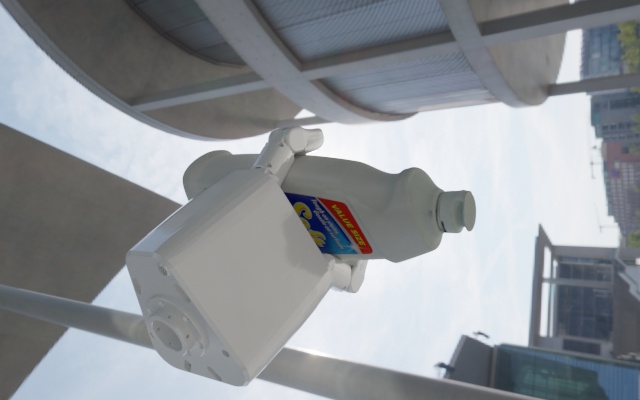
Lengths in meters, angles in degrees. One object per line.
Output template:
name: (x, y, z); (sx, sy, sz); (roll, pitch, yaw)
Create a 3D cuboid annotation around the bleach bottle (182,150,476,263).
bleach bottle: (0.000, 0.001, 0.403); (0.251, 0.103, 0.068); (-1, 29, 35)
